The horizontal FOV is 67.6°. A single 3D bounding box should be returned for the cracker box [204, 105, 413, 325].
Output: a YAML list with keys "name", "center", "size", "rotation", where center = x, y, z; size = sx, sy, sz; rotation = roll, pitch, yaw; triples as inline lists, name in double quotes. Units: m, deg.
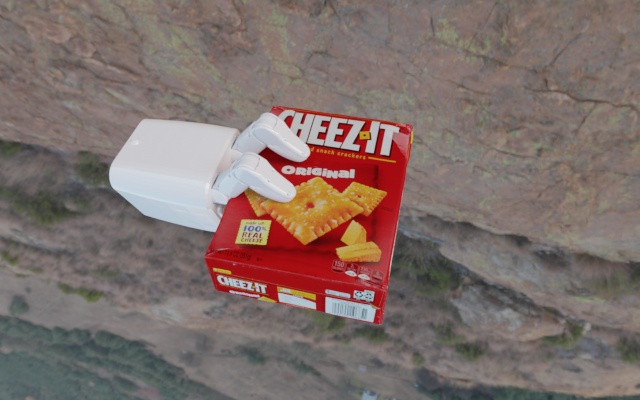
- name: "cracker box"
  center: [0.000, 0.002, 0.488]
  size: [0.164, 0.213, 0.072]
  rotation: [10, -38, 8]
